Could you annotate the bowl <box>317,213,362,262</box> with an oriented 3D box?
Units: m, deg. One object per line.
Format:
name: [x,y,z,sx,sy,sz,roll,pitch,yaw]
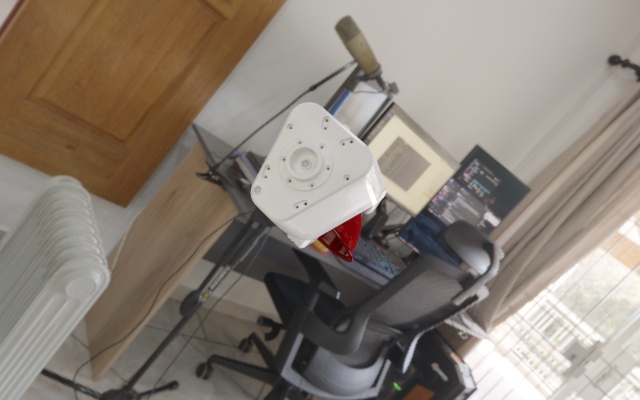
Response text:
bowl: [0.000,0.002,0.604,0.055,0.162,0.162,-44,11,-12]
